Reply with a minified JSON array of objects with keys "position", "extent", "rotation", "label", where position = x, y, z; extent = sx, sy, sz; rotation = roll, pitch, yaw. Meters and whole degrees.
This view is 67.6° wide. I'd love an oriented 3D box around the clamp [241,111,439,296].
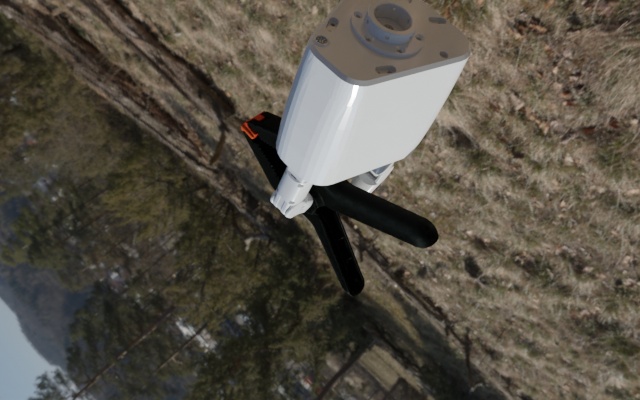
[{"position":[-0.001,0.001,0.468],"extent":[0.036,0.210,0.165],"rotation":[-38,-14,-33],"label":"clamp"}]
